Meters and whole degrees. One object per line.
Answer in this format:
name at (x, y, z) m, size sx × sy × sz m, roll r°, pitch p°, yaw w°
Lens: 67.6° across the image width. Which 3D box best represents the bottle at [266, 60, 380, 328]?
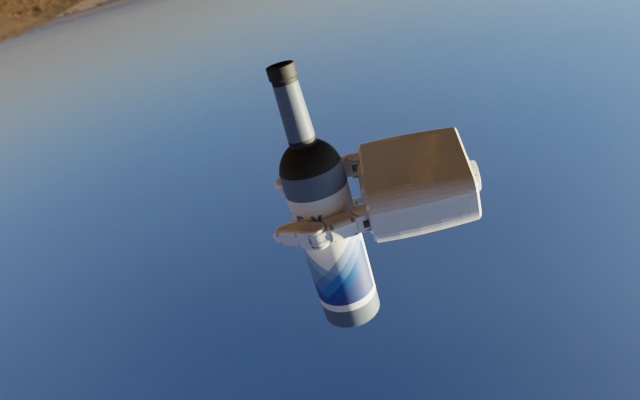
bottle at (0.000, 0.002, 0.504) m, size 0.069 × 0.296 × 0.069 m, roll -13°, pitch 26°, yaw 7°
